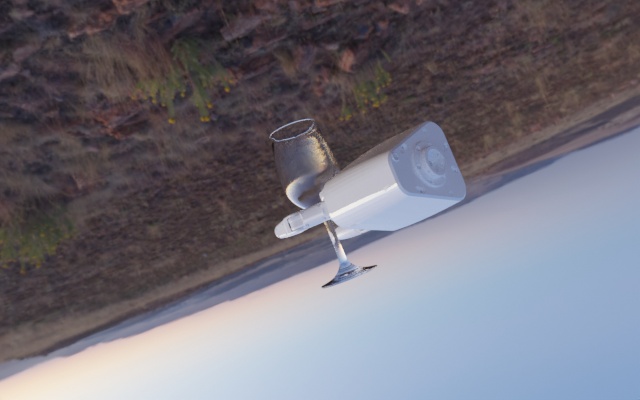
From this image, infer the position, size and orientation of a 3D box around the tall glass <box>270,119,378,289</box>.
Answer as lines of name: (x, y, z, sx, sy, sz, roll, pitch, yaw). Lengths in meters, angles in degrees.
tall glass: (0.000, 0.003, 0.595, 0.079, 0.201, 0.079, -21, -6, -2)
